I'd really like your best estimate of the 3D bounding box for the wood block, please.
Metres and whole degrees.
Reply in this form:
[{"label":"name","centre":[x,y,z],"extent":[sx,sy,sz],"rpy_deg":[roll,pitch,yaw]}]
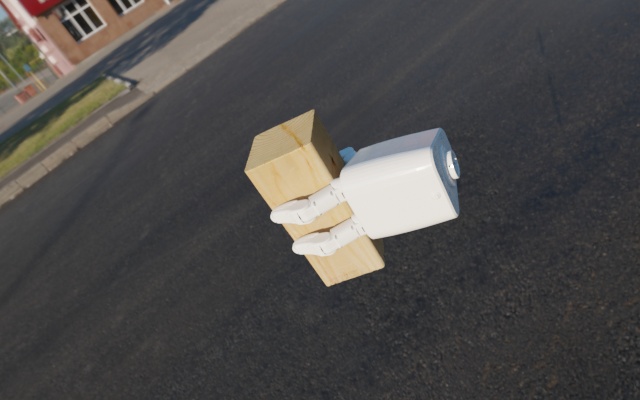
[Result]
[{"label":"wood block","centre":[0.000,0.002,0.620],"extent":[0.090,0.206,0.090],"rpy_deg":[-22,32,17]}]
